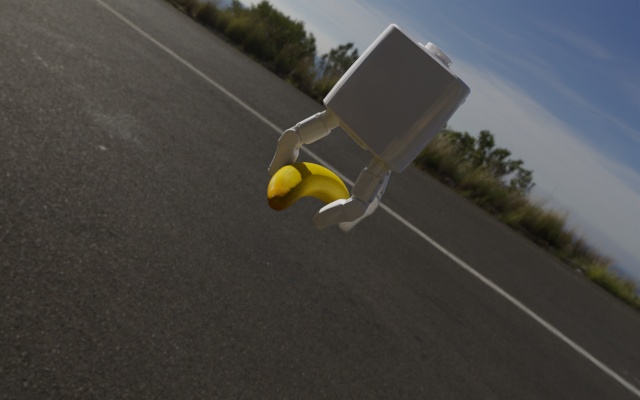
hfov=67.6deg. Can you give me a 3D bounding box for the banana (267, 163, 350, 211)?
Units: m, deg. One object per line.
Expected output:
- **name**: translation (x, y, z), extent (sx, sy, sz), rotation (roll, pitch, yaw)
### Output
- **banana**: translation (-0.008, -0.012, 0.538), extent (0.037, 0.069, 0.198), rotation (-41, -24, 18)
